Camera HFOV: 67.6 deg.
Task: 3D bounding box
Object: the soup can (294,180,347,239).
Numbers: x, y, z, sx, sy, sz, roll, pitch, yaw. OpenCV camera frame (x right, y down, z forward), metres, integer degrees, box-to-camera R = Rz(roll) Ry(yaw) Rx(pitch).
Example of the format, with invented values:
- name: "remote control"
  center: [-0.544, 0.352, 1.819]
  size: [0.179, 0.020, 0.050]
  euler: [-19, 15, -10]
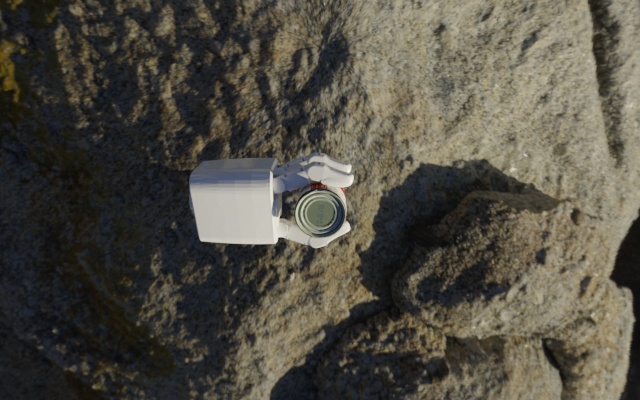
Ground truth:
- name: "soup can"
  center: [0.001, 0.002, 0.644]
  size: [0.068, 0.068, 0.102]
  euler: [0, 18, 0]
